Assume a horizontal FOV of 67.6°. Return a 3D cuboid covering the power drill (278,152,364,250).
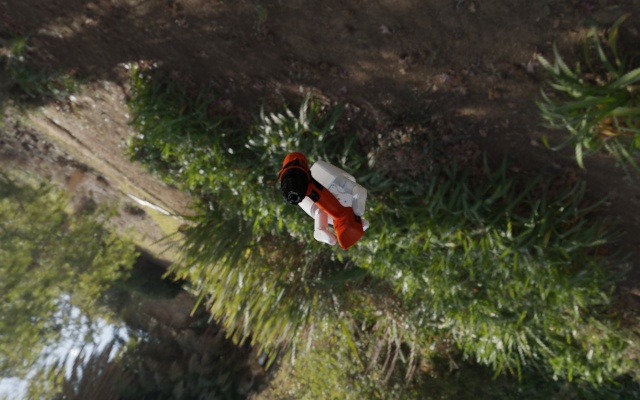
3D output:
[{"bbox_3d":[0.000,0.003,0.879,0.057,0.188,0.184,-38,20,16],"label":"power drill"}]
